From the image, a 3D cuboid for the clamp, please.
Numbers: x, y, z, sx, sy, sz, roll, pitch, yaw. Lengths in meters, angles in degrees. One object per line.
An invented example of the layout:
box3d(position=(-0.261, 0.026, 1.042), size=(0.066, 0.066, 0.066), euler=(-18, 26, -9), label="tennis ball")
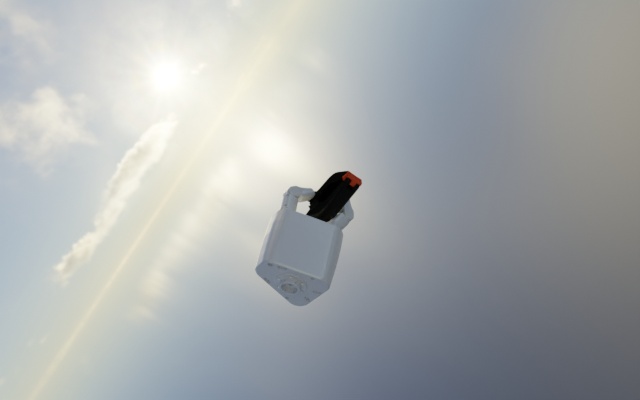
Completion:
box3d(position=(0.000, 0.002, 0.832), size=(0.036, 0.164, 0.210), euler=(31, -47, -18), label="clamp")
